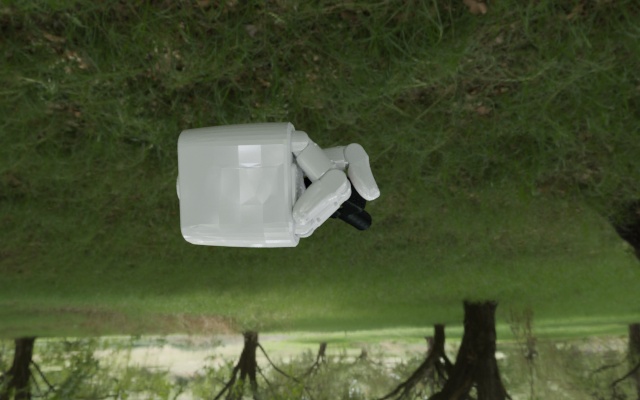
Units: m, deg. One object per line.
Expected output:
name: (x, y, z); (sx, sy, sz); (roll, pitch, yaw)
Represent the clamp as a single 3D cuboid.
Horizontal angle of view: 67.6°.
clamp: (0.000, 0.002, 0.555); (0.120, 0.039, 0.171); (1, -17, 6)
